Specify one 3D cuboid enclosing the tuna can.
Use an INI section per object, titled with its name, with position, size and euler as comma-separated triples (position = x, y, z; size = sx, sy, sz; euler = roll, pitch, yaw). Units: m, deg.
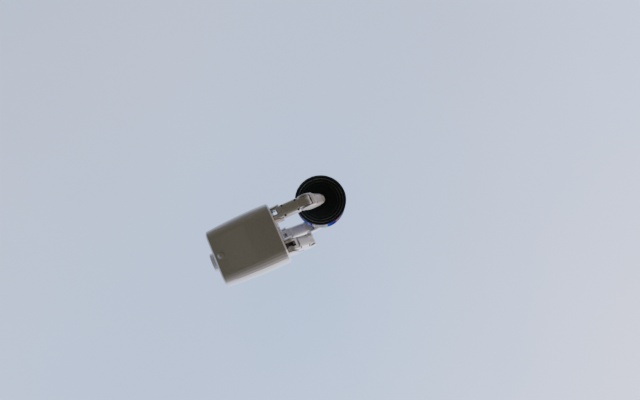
[tuna can]
position = 0.000, 0.003, 0.807
size = 0.086, 0.086, 0.034
euler = 0, -13, 1
